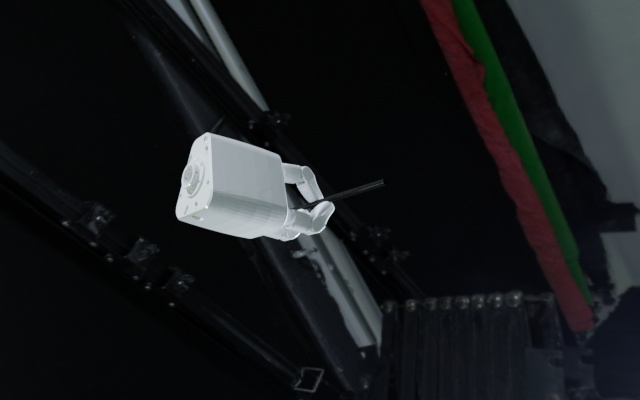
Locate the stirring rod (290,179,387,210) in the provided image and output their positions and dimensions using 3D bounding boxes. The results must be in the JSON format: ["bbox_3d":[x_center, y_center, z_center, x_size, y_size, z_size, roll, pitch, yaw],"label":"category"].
[{"bbox_3d":[0.000,0.002,0.668,0.011,0.011,0.239,0,-12,-42],"label":"stirring rod"}]
